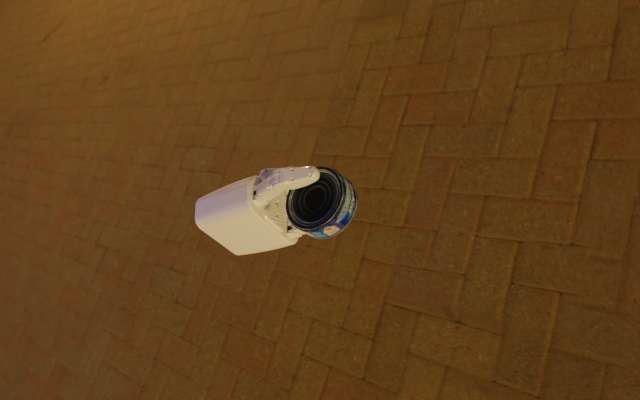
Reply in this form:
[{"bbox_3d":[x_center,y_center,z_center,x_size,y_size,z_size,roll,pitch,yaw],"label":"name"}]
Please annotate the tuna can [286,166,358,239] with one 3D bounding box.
[{"bbox_3d":[0.000,0.002,0.582,0.086,0.086,0.034,0,-21,34],"label":"tuna can"}]
